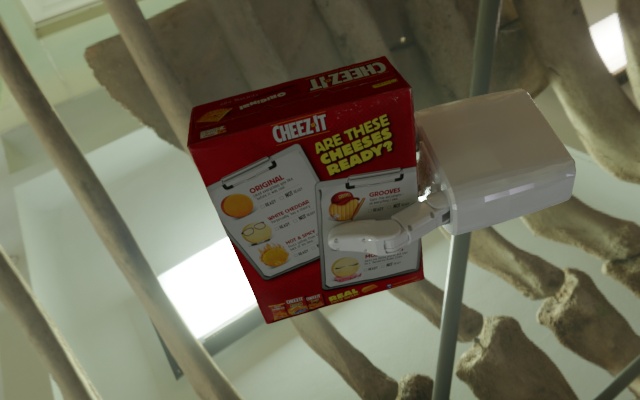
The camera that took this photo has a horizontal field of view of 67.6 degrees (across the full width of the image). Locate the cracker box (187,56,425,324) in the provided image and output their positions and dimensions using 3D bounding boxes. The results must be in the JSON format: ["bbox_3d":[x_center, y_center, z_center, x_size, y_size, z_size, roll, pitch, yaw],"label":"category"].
[{"bbox_3d":[0.000,0.002,0.421,0.164,0.214,0.072,-15,40,-2],"label":"cracker box"}]
